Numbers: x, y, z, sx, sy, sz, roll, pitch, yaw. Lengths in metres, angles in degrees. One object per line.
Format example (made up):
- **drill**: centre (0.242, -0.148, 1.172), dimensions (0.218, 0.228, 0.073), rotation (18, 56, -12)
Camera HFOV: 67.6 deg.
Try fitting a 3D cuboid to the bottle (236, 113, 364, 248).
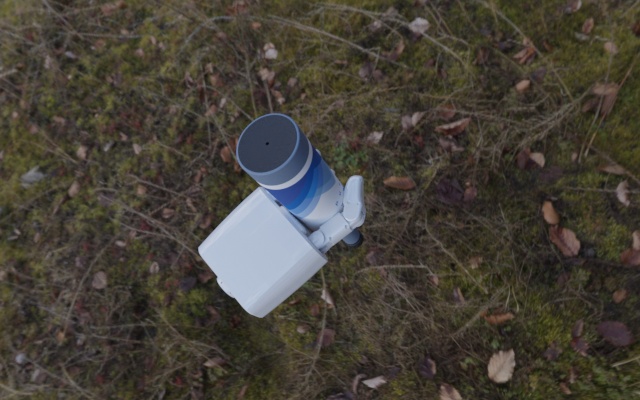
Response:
- **bottle**: centre (0.000, 0.002, 0.575), dimensions (0.069, 0.069, 0.296), rotation (0, -22, 22)
